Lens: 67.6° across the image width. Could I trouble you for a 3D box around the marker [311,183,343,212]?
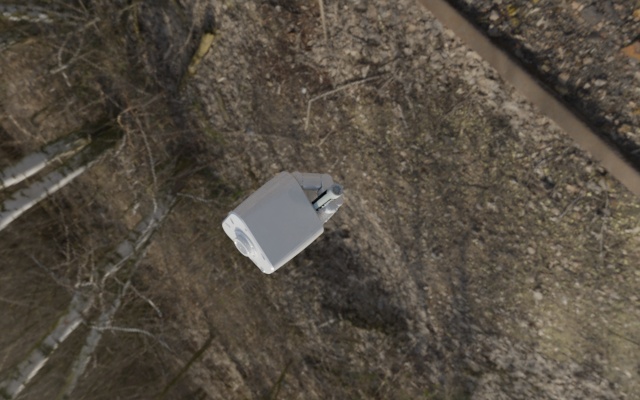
[{"bbox_3d":[0.000,0.002,0.705,0.020,0.020,0.121,0,-17,-23],"label":"marker"}]
